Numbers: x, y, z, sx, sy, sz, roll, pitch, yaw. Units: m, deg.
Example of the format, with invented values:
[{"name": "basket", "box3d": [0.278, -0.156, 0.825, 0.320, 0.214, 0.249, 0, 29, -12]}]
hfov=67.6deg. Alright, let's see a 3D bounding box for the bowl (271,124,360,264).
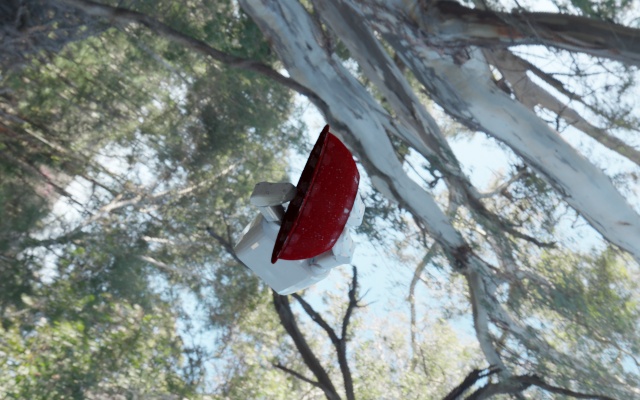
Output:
[{"name": "bowl", "box3d": [0.001, 0.002, 0.517, 0.055, 0.162, 0.162, 22, -3, -6]}]
